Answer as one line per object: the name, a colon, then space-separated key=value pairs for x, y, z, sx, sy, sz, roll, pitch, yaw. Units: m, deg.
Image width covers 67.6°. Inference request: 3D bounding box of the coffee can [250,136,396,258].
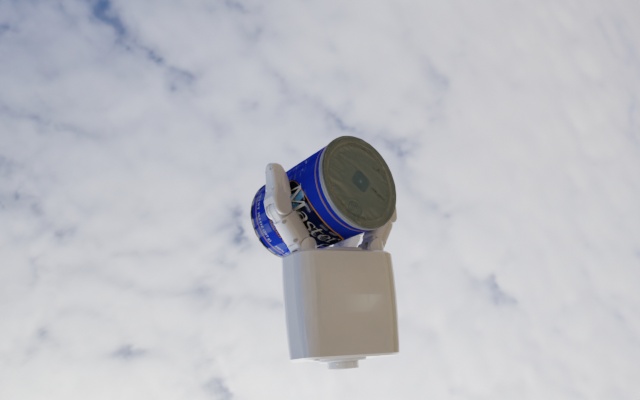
coffee can: x=0.000 y=0.002 z=0.541 sx=0.103 sy=0.102 sz=0.140 roll=0 pitch=-18 yaw=-40
